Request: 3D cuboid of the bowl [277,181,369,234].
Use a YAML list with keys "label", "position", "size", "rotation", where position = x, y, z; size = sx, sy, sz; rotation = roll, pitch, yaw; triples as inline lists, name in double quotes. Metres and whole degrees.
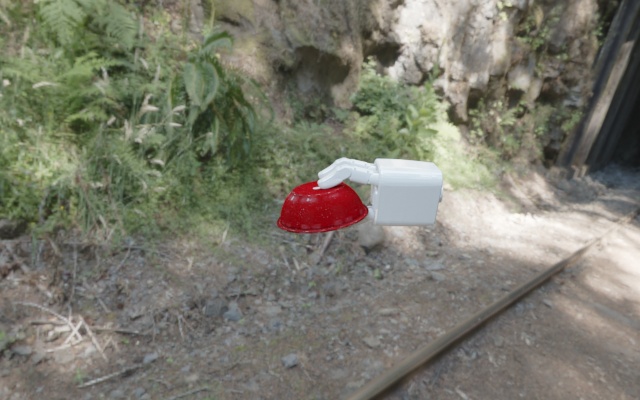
- label: "bowl"
  position: [-0.001, 0.003, 0.821]
  size: [0.162, 0.055, 0.162]
  rotation: [-8, 17, 2]
